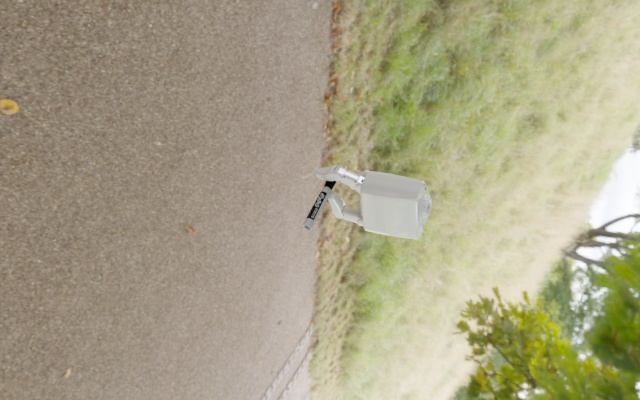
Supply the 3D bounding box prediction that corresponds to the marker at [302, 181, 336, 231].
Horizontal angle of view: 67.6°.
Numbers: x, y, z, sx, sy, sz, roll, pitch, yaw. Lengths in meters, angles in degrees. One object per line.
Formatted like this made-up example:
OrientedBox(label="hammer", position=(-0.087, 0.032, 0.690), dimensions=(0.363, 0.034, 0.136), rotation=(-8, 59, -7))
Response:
OrientedBox(label="marker", position=(0.000, 0.003, 0.883), dimensions=(0.020, 0.121, 0.020), rotation=(20, -32, 13))
